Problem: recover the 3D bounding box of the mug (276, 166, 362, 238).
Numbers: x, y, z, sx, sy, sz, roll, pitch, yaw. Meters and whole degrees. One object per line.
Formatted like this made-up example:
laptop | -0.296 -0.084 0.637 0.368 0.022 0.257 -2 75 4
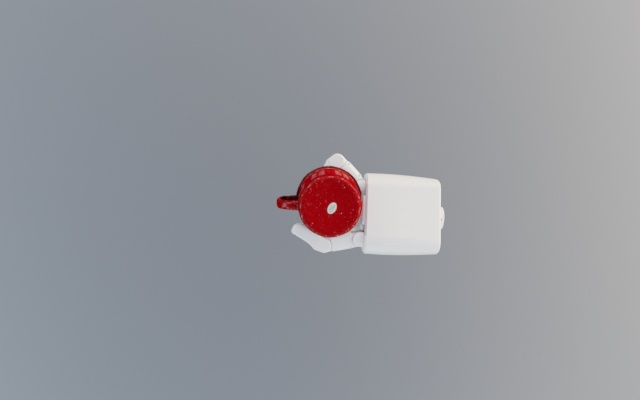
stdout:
mug | -0.001 0.002 0.634 0.117 0.093 0.081 2 7 -1
